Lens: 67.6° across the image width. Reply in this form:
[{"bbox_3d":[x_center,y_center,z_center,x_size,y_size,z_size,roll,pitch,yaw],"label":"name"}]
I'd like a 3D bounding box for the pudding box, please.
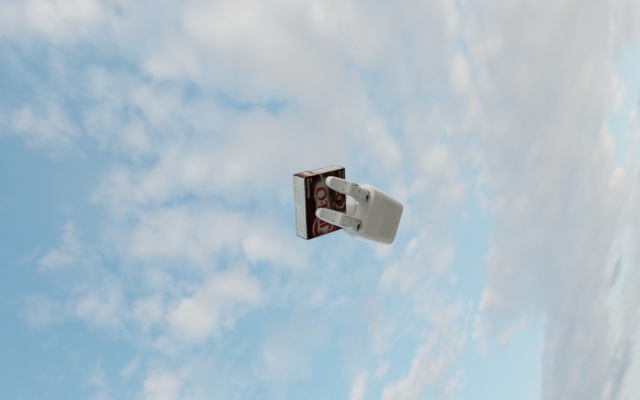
[{"bbox_3d":[0.000,0.003,0.817,0.090,0.113,0.039,-16,19,-38],"label":"pudding box"}]
